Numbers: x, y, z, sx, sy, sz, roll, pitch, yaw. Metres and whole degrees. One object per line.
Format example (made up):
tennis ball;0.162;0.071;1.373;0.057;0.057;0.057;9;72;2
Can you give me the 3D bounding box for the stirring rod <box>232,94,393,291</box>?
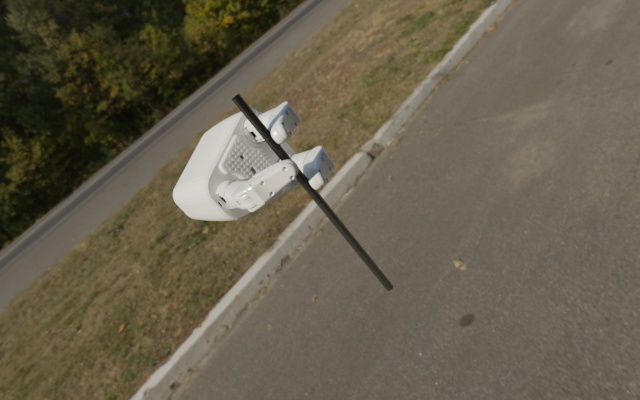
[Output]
stirring rod;0.000;0.002;0.438;0.011;0.240;0.011;-32;23;15
